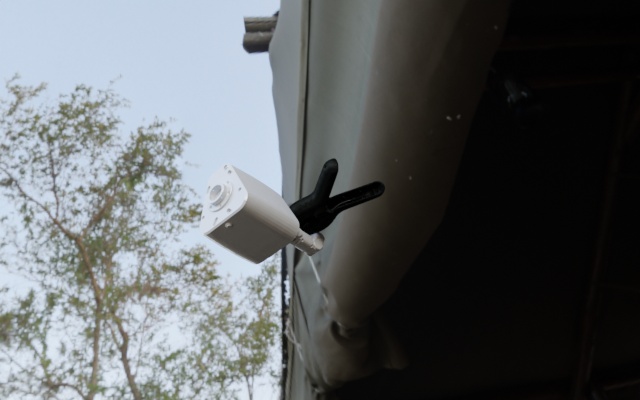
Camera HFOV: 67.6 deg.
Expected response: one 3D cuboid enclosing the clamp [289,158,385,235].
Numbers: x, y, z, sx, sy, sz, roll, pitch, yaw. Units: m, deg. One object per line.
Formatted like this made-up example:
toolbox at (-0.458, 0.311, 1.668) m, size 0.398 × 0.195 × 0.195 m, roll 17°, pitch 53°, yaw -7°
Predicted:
clamp at (0.000, 0.002, 0.714) m, size 0.171 × 0.039 × 0.120 m, roll -35°, pitch -45°, yaw 20°
